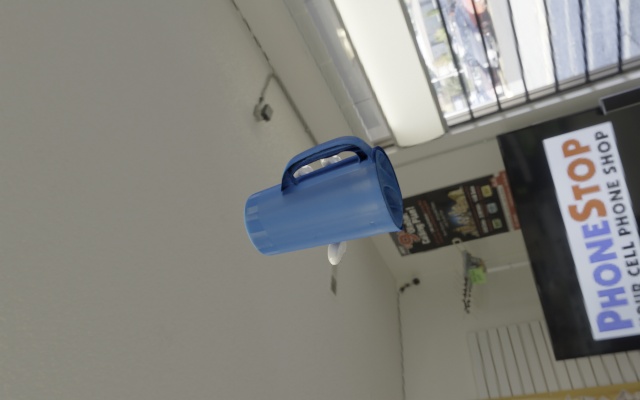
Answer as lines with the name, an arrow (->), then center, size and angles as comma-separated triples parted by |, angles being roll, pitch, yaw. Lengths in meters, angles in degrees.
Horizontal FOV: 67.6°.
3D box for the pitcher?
pitcher -> 0.000, 0.003, 0.757 | 0.243, 0.149, 0.145 | -16, -9, 20
